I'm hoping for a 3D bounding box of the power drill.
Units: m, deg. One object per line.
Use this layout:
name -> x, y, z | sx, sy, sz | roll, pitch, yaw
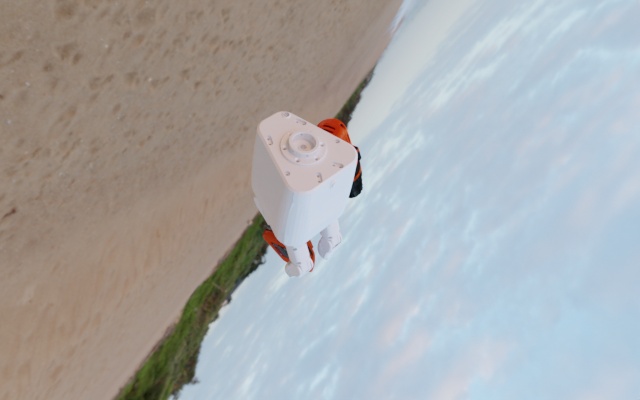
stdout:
power drill -> 0.000, 0.003, 0.679 | 0.057, 0.187, 0.184 | 18, -20, 24
